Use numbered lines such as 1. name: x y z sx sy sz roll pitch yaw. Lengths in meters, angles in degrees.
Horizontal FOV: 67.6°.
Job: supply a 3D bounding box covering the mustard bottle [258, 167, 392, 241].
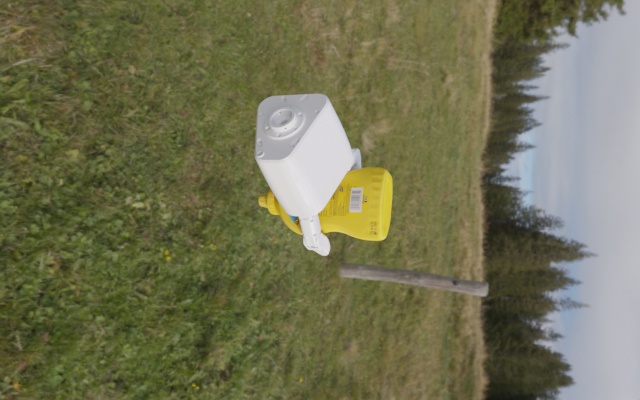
1. mustard bottle: 0.000 0.002 0.666 0.191 0.096 0.058 2 -10 22
